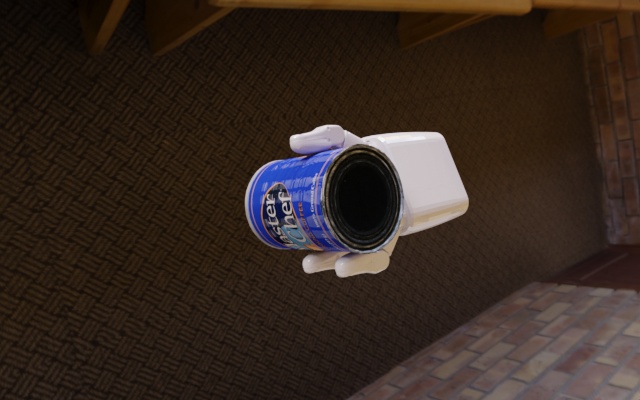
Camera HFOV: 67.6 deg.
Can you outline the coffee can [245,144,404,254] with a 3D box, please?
[{"bbox_3d":[0.000,0.002,0.496,0.103,0.103,0.140,0,-3,-37],"label":"coffee can"}]
